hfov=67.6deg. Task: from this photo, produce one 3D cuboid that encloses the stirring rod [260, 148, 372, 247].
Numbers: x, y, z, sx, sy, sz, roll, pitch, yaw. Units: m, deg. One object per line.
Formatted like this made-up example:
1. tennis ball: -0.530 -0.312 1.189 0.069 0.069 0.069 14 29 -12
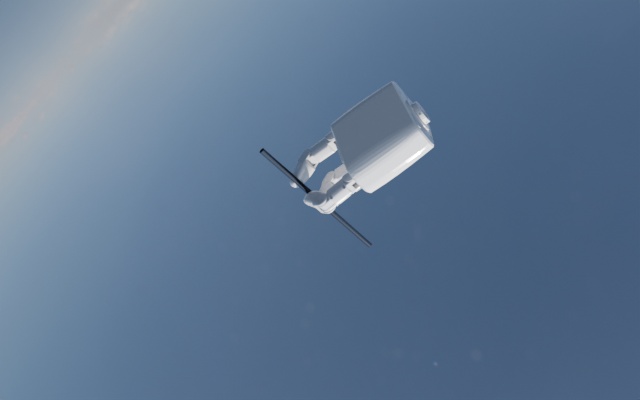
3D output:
1. stirring rod: 0.000 0.002 0.692 0.240 0.011 0.011 41 -24 -31
